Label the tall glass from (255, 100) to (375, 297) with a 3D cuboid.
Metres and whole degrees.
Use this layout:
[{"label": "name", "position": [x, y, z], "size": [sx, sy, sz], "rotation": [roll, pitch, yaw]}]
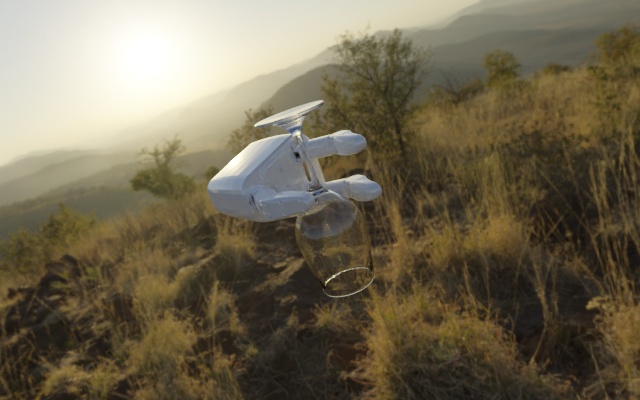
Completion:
[{"label": "tall glass", "position": [0.000, 0.001, 0.511], "size": [0.079, 0.201, 0.079], "rotation": [-18, 16, 5]}]
